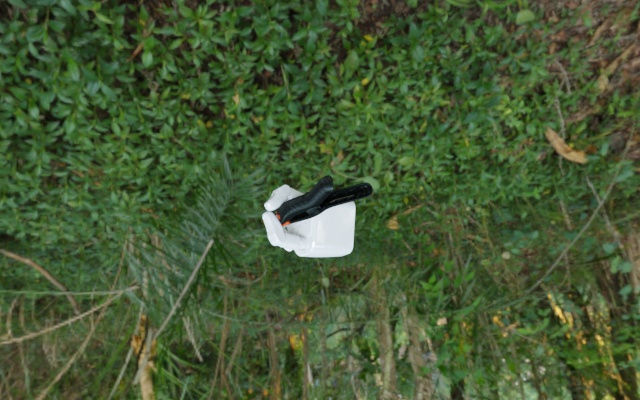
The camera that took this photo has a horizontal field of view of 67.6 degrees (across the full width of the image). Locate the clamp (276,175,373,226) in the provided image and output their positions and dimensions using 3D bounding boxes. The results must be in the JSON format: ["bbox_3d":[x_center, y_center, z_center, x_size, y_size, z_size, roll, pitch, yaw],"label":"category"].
[{"bbox_3d":[0.000,0.003,0.790,0.120,0.039,0.171,9,-25,-40],"label":"clamp"}]
